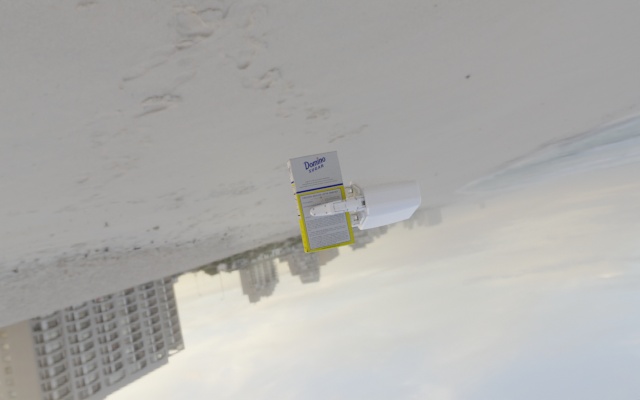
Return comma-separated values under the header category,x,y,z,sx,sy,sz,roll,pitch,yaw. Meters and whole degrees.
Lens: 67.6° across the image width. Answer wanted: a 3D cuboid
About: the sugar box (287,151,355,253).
category,x,y,z,sx,sy,sz,roll,pitch,yaw
sugar box,0.000,0.003,0.890,0.093,0.176,0.048,-10,-3,-11
